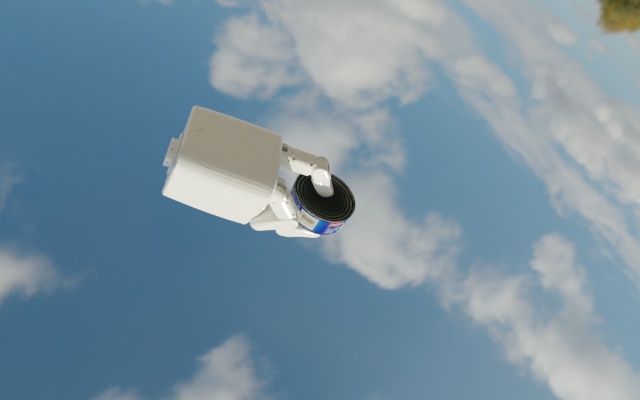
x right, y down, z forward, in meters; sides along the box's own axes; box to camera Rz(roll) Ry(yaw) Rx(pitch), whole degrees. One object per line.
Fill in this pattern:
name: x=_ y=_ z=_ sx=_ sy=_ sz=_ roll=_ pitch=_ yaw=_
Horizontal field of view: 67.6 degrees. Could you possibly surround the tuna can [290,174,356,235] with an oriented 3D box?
tuna can: x=0.000 y=0.002 z=0.621 sx=0.086 sy=0.086 sz=0.034 roll=0 pitch=-37 yaw=-31
